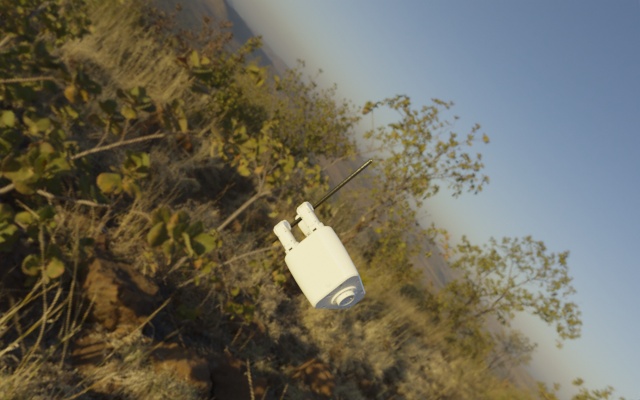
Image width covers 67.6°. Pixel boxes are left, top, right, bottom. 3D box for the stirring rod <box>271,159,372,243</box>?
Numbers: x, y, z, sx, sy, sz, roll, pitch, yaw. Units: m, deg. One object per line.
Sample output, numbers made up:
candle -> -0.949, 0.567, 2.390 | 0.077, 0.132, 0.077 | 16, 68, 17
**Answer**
stirring rod -> 0.000, 0.003, 0.887 | 0.239, 0.011, 0.011 | -39, -7, 8
